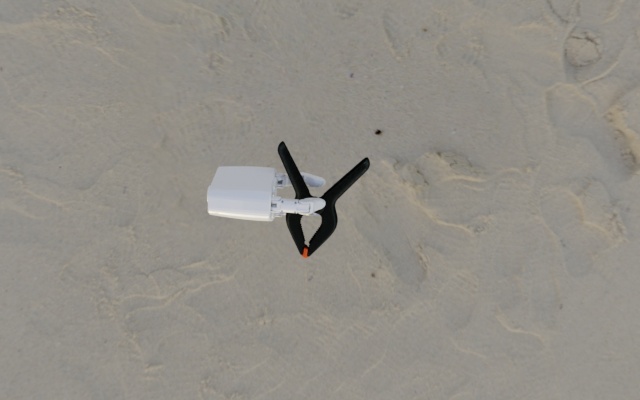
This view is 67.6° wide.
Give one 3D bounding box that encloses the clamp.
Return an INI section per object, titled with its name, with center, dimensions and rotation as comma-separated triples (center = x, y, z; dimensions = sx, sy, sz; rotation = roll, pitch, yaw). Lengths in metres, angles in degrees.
[clamp]
center = 0.000, 0.004, 0.862
dimensions = 0.164, 0.210, 0.036
rotation = 4, 14, -1
